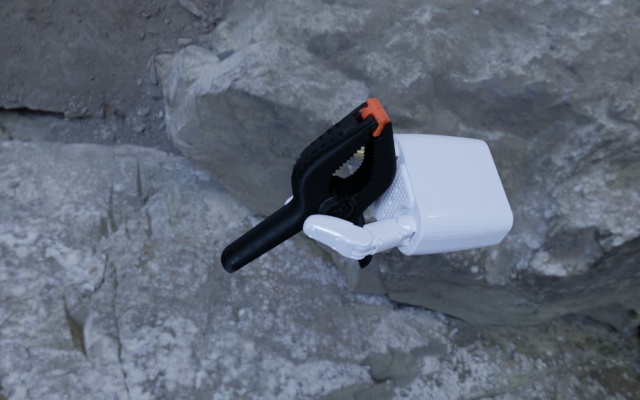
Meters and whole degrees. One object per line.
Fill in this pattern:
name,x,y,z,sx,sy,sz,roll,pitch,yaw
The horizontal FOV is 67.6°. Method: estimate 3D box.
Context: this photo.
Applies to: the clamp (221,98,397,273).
clamp,0.001,0.002,0.430,0.164,0.036,0.210,-4,-42,-22
